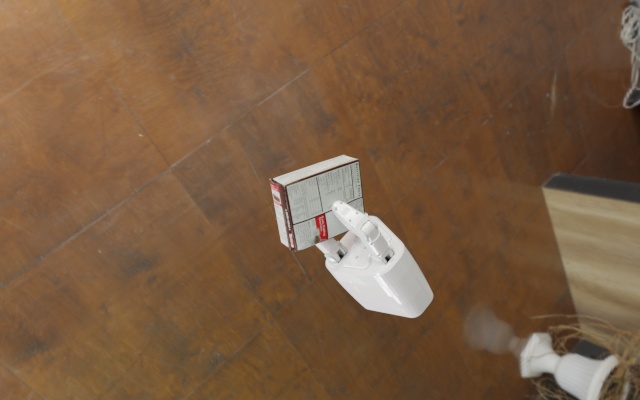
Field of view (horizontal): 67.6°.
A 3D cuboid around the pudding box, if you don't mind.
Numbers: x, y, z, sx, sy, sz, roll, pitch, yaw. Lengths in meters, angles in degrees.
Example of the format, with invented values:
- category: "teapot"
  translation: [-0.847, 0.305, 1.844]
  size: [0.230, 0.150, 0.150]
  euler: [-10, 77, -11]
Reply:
- category: "pudding box"
  translation: [0.000, 0.002, 0.589]
  size: [0.113, 0.090, 0.039]
  euler: [-21, 24, -30]
